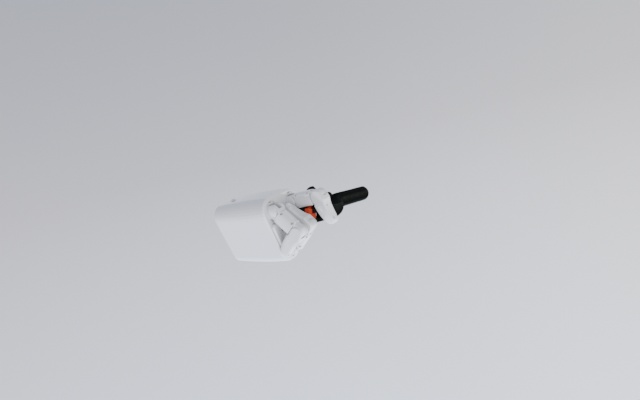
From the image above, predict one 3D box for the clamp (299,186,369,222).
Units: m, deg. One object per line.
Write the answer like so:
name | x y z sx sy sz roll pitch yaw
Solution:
clamp | 0.000 0.003 0.838 0.120 0.039 0.171 -3 11 30
